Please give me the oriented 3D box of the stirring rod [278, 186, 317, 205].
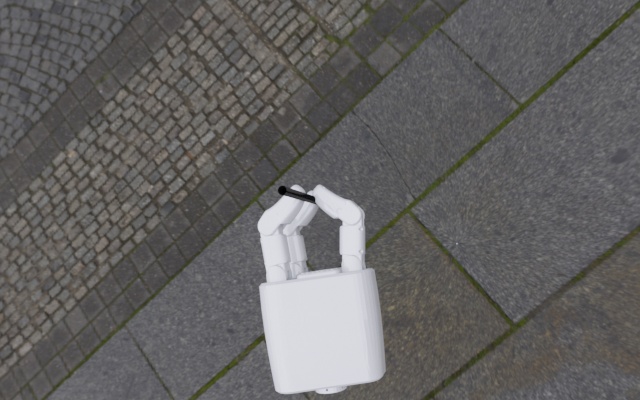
[{"bbox_3d":[0.000,0.002,0.524,0.011,0.011,0.239,0,-5,16],"label":"stirring rod"}]
